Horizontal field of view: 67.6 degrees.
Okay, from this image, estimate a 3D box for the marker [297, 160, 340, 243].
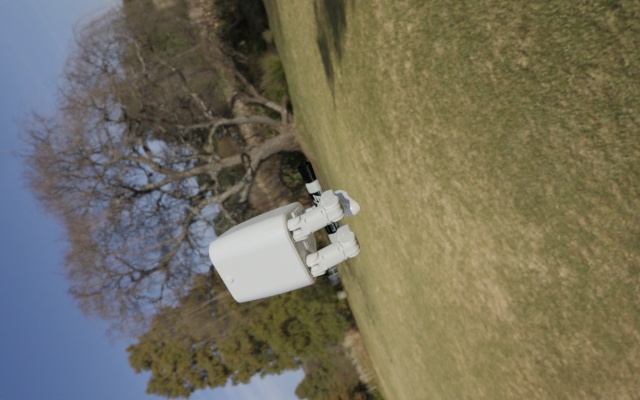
[{"bbox_3d":[0.000,0.002,0.618,0.020,0.121,0.020,-21,23,9],"label":"marker"}]
